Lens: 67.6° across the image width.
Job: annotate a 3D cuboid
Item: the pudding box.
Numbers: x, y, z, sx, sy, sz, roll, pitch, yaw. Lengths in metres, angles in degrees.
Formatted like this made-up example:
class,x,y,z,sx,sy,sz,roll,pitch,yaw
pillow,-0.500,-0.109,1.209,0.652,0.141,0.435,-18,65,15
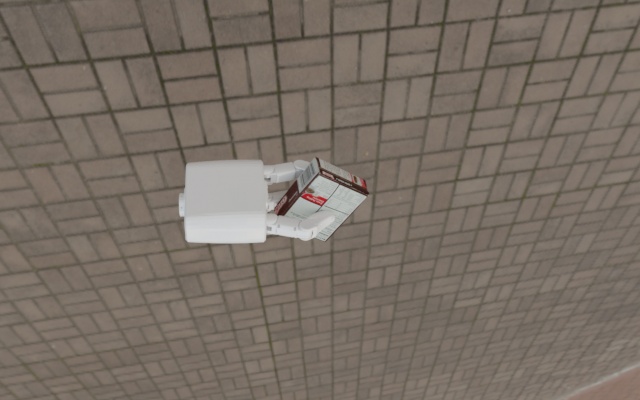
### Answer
class,x,y,z,sx,sy,sz,roll,pitch,yaw
pudding box,0.000,0.002,0.684,0.090,0.039,0.113,22,-53,-29
